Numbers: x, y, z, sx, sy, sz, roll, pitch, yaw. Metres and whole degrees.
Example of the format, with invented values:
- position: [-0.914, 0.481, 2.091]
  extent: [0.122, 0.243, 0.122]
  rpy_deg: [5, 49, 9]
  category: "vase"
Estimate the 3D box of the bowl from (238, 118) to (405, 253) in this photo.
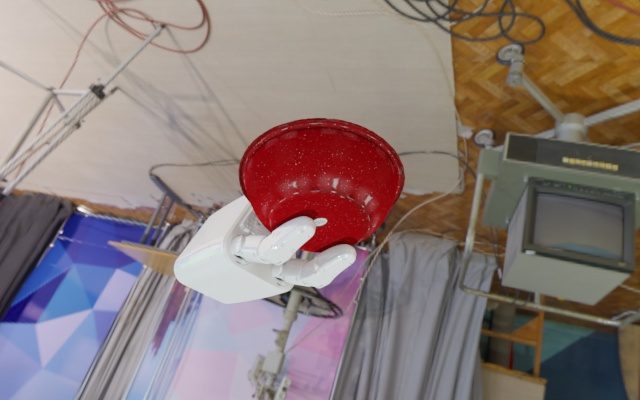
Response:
- position: [0.001, 0.001, 0.449]
  extent: [0.162, 0.055, 0.162]
  rpy_deg: [1, -41, 1]
  category: "bowl"
